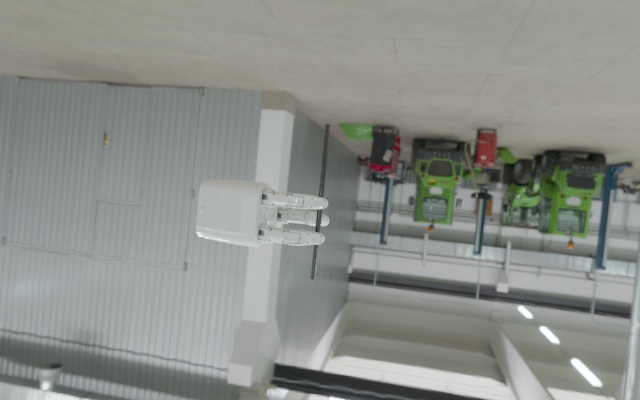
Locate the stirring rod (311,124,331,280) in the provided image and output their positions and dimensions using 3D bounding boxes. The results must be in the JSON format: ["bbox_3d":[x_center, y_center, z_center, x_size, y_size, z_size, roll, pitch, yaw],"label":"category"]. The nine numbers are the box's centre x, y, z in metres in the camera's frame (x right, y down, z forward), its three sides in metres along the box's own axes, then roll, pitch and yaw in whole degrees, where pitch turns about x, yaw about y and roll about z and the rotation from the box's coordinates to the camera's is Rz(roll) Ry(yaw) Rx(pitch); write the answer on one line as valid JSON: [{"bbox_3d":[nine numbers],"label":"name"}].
[{"bbox_3d":[0.000,0.002,0.740,0.011,0.239,0.011,6,1,0],"label":"stirring rod"}]
